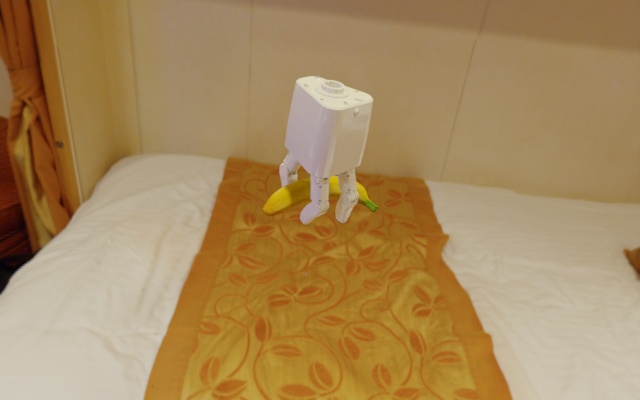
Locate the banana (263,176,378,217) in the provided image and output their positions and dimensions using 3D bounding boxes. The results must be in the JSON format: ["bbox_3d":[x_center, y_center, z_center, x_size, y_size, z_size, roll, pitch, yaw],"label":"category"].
[{"bbox_3d":[-0.003,-0.010,0.769,0.198,0.037,0.069,-3,41,-23],"label":"banana"}]
